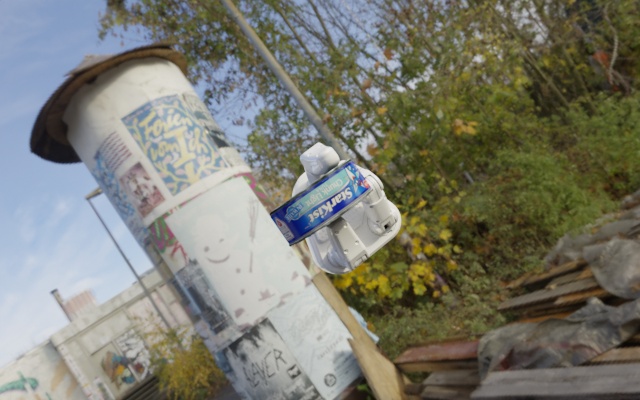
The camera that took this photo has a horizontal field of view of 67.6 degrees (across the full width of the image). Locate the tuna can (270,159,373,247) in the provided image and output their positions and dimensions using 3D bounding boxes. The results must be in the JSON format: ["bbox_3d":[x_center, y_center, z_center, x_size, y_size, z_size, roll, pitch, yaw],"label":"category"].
[{"bbox_3d":[0.000,0.001,0.405,0.086,0.034,0.086,-34,1,1],"label":"tuna can"}]
